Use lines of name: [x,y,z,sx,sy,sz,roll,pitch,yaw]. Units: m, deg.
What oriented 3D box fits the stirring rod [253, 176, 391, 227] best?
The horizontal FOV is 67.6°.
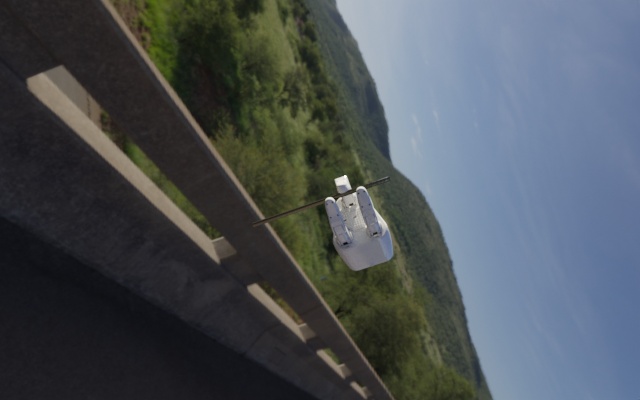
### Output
stirring rod: [0.000,0.003,0.792,0.239,0.011,0.011,-19,-2,6]
